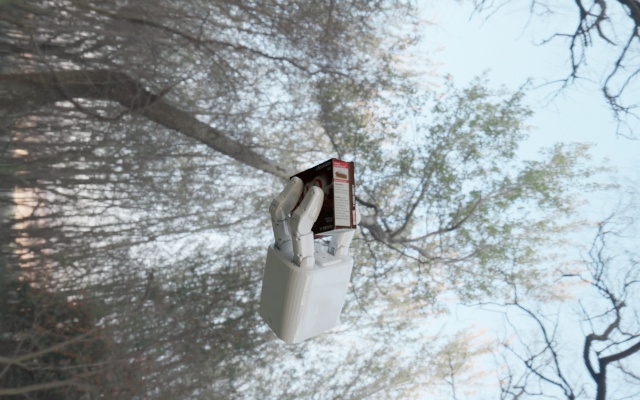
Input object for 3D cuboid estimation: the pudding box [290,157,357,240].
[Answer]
[{"bbox_3d":[0.000,0.002,0.621,0.039,0.090,0.113,5,-13,-34],"label":"pudding box"}]
